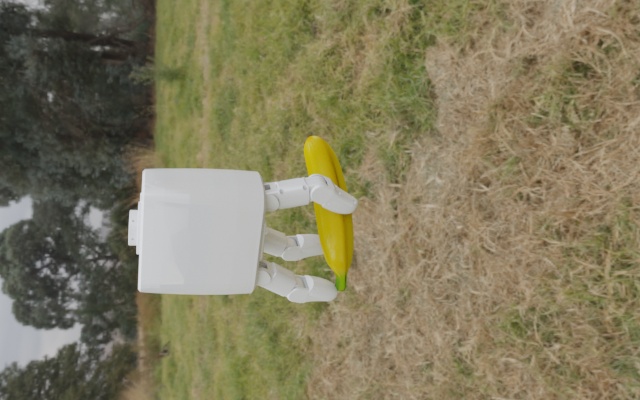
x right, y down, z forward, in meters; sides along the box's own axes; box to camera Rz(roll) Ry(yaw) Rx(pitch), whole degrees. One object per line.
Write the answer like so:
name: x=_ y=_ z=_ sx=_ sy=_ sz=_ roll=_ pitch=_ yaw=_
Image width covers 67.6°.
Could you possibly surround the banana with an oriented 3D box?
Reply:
banana: x=0.006 y=-0.004 z=0.529 sx=0.037 sy=0.197 sz=0.070 roll=1 pitch=-28 yaw=-18
